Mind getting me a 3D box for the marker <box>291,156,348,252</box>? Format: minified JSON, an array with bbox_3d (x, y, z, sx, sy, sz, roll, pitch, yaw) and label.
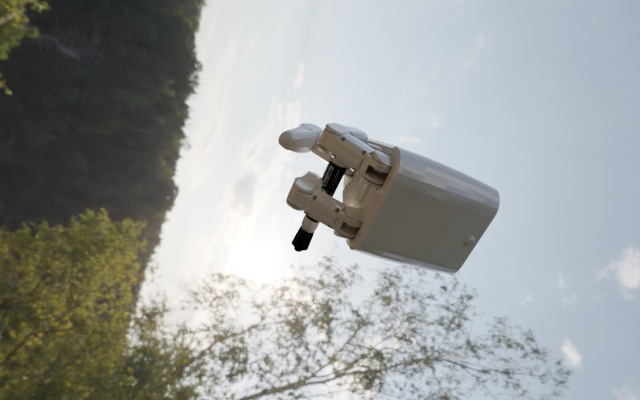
[{"bbox_3d":[0.000,0.001,0.464,0.020,0.121,0.020,21,26,-10],"label":"marker"}]
